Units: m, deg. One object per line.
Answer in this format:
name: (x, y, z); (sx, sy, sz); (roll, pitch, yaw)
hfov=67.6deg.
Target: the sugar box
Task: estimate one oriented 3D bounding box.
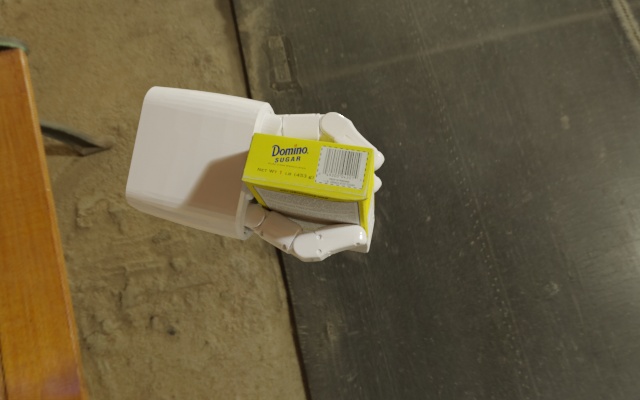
sugar box: (0.000, 0.001, 0.421); (0.093, 0.048, 0.176); (10, -15, 8)
